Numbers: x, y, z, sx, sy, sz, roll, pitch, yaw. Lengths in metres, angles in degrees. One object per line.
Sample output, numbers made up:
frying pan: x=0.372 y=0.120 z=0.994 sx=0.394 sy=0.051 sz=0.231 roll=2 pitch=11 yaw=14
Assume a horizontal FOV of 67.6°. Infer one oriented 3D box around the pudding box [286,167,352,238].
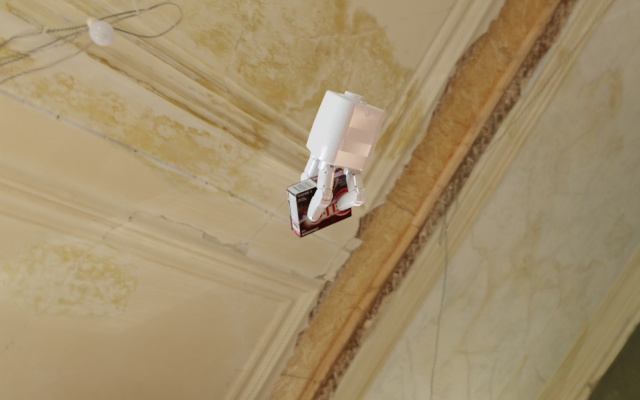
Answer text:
pudding box: x=0.000 y=0.003 z=0.830 sx=0.113 sy=0.090 sz=0.039 roll=-21 pitch=34 yaw=-23
